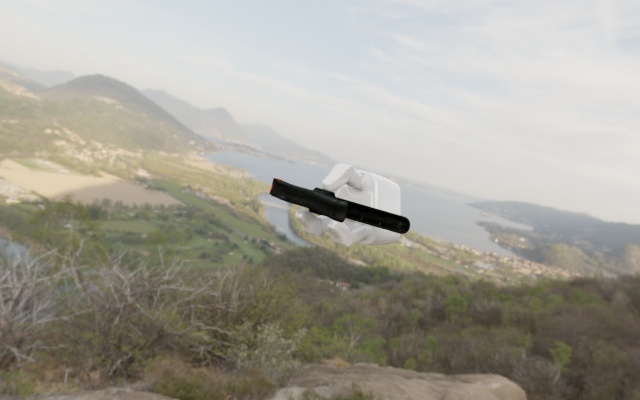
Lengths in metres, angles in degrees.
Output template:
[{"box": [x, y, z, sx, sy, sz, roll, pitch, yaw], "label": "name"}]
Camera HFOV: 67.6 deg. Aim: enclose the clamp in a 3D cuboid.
[{"box": [0.000, 0.001, 0.654, 0.210, 0.036, 0.164, 17, 2, 32], "label": "clamp"}]
